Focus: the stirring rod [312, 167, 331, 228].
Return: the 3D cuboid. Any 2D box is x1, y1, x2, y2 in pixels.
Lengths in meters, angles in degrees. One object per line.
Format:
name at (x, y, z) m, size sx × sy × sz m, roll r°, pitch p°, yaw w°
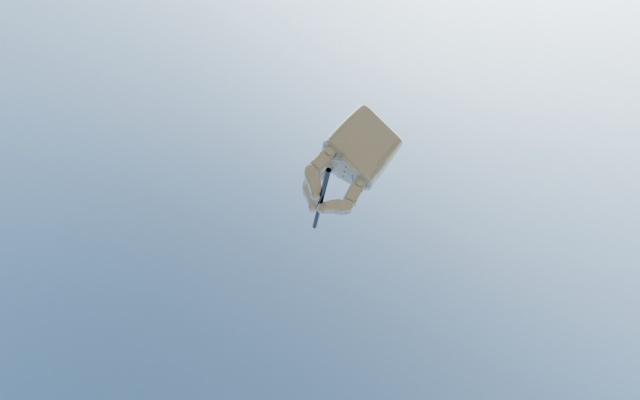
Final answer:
stirring rod at (0.000, 0.003, 0.802) m, size 0.011 × 0.011 × 0.240 m, roll 0°, pitch -23°, yaw -6°
